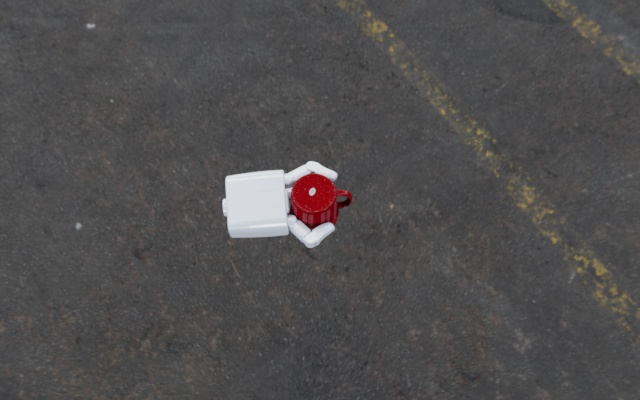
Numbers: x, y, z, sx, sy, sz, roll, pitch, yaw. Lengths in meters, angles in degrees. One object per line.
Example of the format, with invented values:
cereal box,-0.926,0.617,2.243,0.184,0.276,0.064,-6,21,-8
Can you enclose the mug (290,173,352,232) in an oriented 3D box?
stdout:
mug,0.002,0.003,0.868,0.117,0.093,0.081,-5,-27,-3
